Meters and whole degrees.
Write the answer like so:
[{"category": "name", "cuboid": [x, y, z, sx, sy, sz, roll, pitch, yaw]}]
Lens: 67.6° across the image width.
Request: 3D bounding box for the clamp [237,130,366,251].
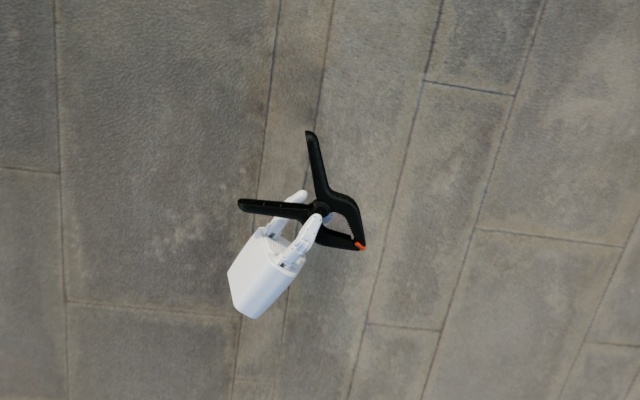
[{"category": "clamp", "cuboid": [0.000, 0.003, 0.743, 0.210, 0.164, 0.036, 34, 19, -16]}]
